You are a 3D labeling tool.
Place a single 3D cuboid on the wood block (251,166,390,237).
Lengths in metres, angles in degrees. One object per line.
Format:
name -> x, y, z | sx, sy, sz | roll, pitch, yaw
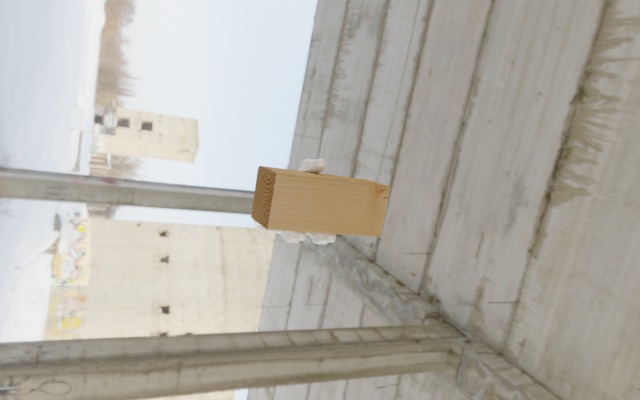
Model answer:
wood block -> 0.000, 0.002, 0.799 | 0.206, 0.091, 0.090 | 5, 9, -26
